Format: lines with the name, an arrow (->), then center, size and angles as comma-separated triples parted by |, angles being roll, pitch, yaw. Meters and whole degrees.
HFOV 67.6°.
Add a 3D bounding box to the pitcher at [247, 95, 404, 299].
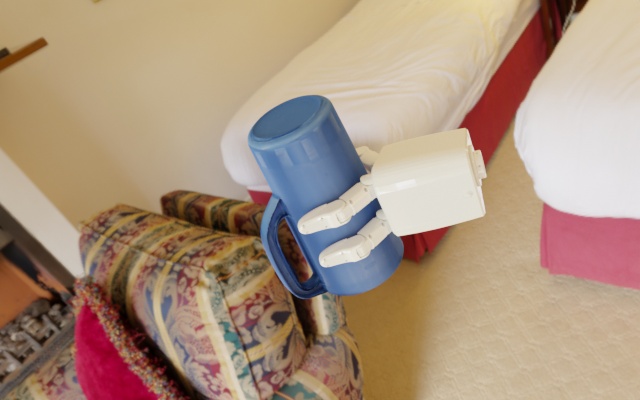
pitcher -> 0.000, 0.002, 0.601 | 0.145, 0.243, 0.149 | -13, 35, 22
